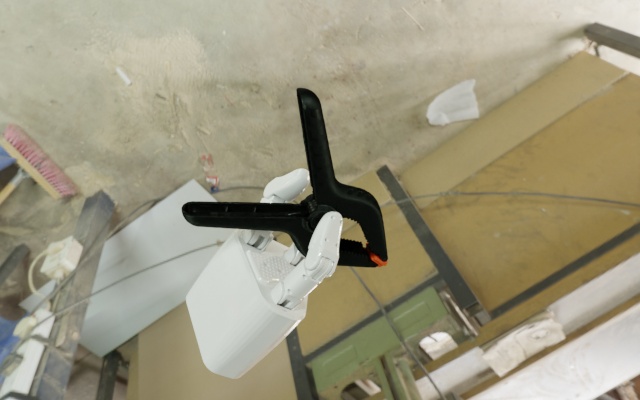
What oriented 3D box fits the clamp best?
[{"bbox_3d":[0.000,0.002,0.457,0.210,0.164,0.036,30,25,-29],"label":"clamp"}]
